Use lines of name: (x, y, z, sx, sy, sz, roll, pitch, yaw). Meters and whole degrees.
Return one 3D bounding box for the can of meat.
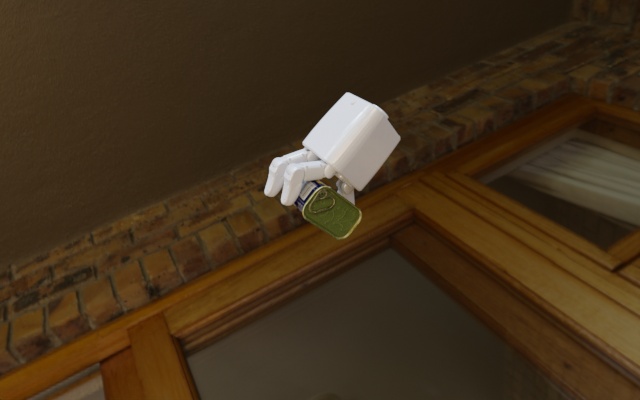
can of meat: (0.000, 0.002, 0.719, 0.102, 0.057, 0.084, 34, 5, -39)
